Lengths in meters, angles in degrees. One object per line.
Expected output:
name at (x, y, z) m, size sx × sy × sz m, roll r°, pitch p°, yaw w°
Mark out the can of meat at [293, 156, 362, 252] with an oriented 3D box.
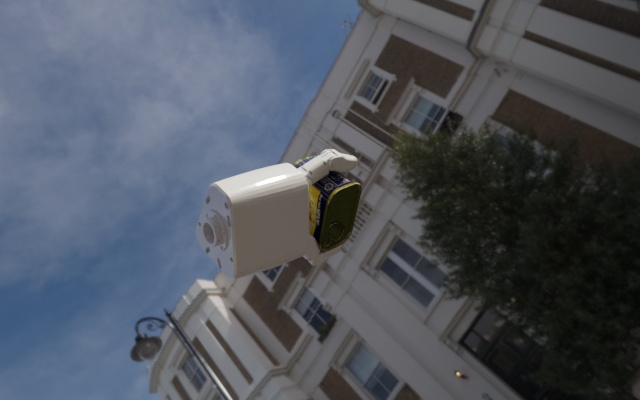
can of meat at (0.000, 0.002, 0.637) m, size 0.057 × 0.102 × 0.084 m, roll -22°, pitch 46°, yaw -36°
